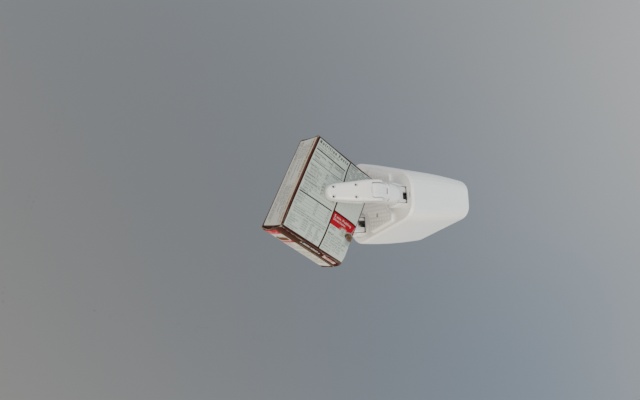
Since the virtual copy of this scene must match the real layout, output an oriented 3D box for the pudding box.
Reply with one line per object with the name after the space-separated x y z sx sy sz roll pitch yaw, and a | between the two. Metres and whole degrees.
0.000 0.002 0.509 0.090 0.113 0.039 36 -28 -29 | pudding box
